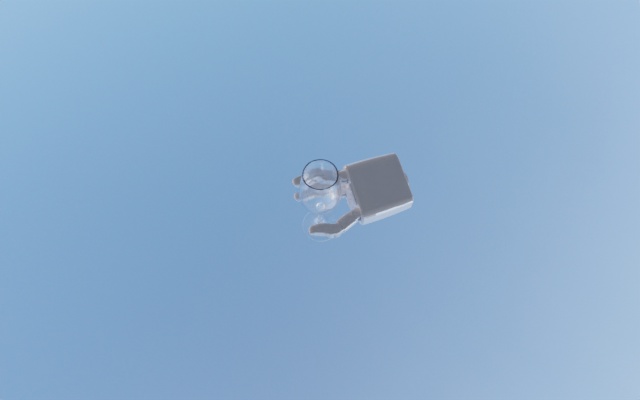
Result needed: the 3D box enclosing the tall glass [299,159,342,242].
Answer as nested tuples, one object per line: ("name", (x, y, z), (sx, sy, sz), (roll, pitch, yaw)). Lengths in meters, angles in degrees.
("tall glass", (0.000, 0.003, 0.892), (0.079, 0.079, 0.201), (0, -28, 1))
